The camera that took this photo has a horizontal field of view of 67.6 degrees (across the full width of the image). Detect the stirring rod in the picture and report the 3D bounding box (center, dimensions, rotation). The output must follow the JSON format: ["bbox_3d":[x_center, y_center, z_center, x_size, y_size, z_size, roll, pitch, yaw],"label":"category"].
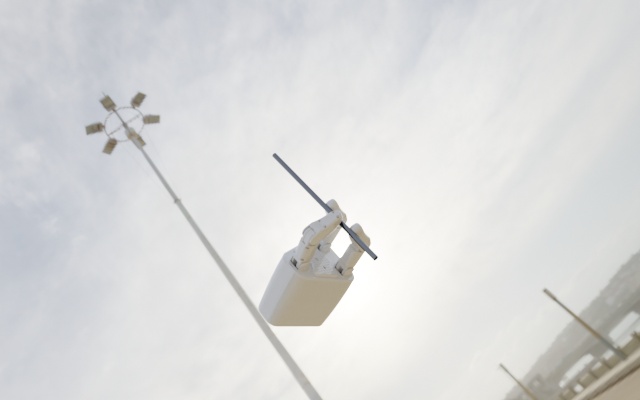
[{"bbox_3d":[0.000,0.002,0.682,0.011,0.011,0.239,0,38,-49],"label":"stirring rod"}]
